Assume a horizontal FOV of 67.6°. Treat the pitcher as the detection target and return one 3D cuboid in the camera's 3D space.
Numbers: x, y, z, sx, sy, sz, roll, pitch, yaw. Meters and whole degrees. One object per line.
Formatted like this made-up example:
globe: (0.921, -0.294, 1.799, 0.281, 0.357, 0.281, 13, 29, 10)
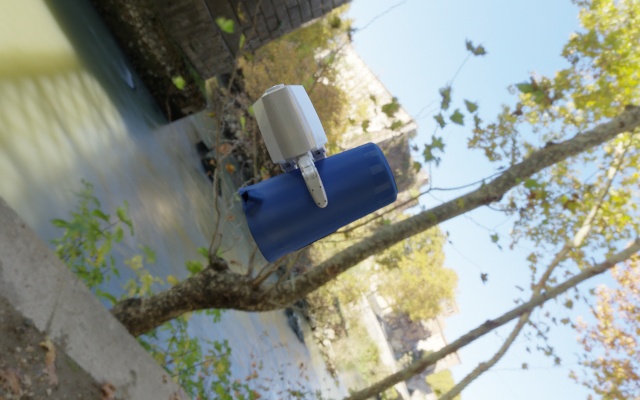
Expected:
pitcher: (0.000, 0.002, 0.796, 0.243, 0.145, 0.149, -23, 7, 1)
